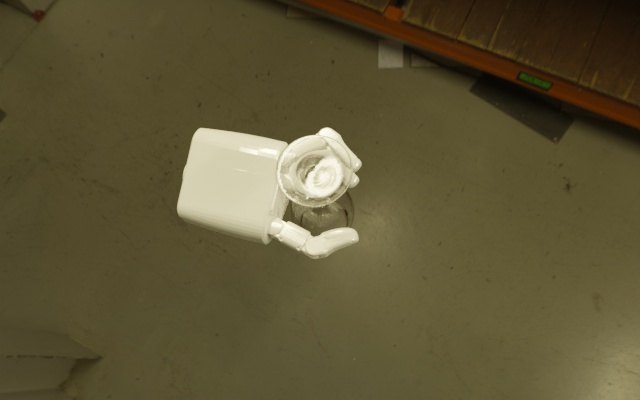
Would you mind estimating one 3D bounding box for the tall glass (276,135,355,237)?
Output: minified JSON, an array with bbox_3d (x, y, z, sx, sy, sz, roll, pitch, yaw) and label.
[{"bbox_3d":[0.000,0.002,0.548,0.079,0.079,0.201,0,-18,4],"label":"tall glass"}]
